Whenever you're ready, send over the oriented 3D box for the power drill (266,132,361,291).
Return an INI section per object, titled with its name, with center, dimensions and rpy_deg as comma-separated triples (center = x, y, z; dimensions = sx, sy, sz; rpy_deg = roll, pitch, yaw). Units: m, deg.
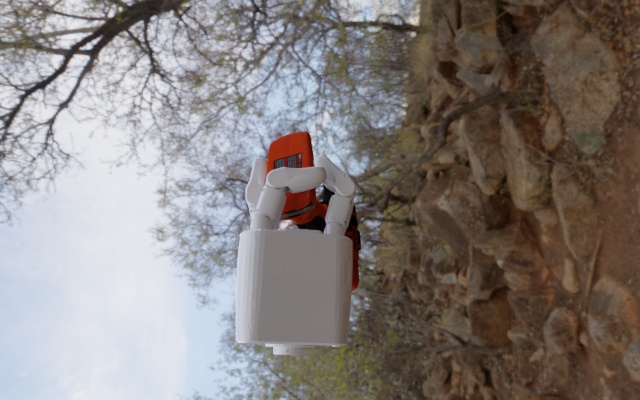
[power drill]
center = 0.000, 0.002, 0.597
dimensions = 0.057, 0.184, 0.188
rpy_deg = -17, -39, 17
